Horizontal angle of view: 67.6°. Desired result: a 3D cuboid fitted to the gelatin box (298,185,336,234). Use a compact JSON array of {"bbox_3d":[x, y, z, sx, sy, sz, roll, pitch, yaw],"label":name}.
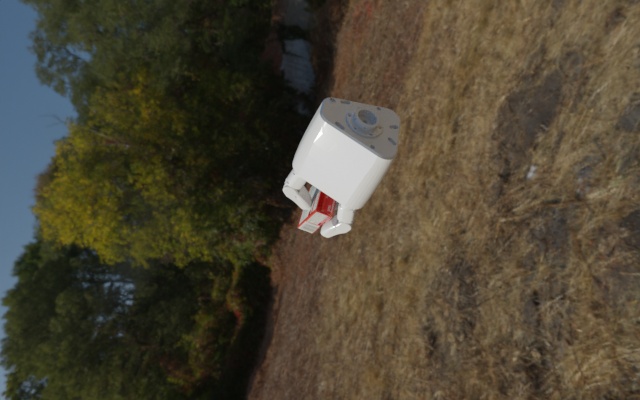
[{"bbox_3d":[0.000,0.002,0.731,0.030,0.073,0.089,22,-27,-13],"label":"gelatin box"}]
